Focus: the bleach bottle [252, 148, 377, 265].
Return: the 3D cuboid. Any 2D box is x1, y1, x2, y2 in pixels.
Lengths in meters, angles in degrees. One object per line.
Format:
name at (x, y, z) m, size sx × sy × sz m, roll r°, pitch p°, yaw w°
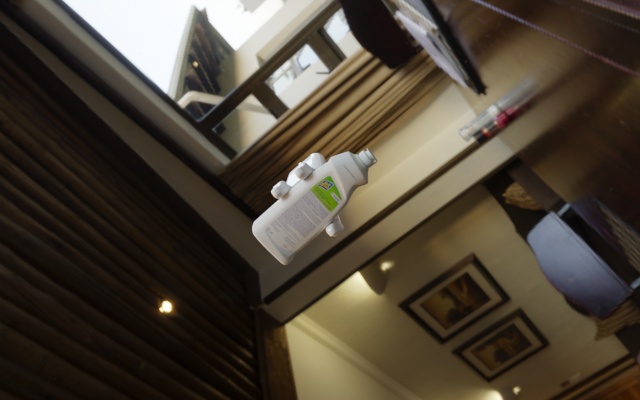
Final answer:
bleach bottle at (0.000, 0.003, 0.856) m, size 0.251 × 0.102 × 0.068 m, roll -39°, pitch 18°, yaw 13°
